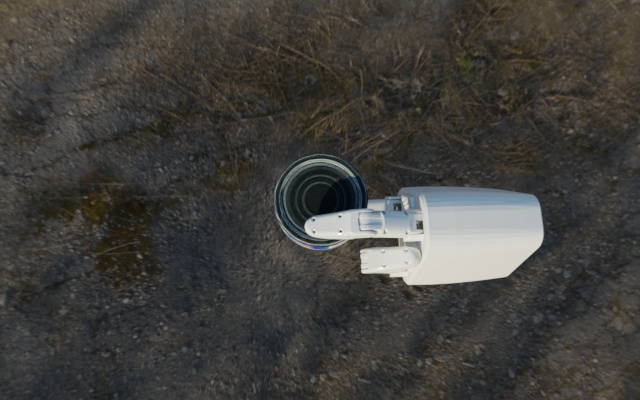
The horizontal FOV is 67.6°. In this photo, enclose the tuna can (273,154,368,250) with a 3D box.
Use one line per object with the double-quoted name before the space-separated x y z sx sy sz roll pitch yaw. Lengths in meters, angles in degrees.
"tuna can" 0.000 0.001 0.435 0.086 0.086 0.034 0 -9 0
